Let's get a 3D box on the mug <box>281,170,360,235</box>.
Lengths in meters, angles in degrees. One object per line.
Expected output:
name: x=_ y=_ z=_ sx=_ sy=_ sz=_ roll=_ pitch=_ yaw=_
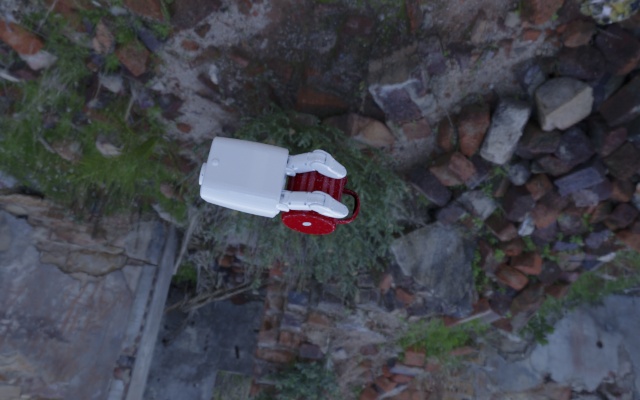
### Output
mug: x=0.001 y=0.003 z=0.705 sx=0.117 sy=0.081 sz=0.093 roll=12 pitch=-22 yaw=-5
